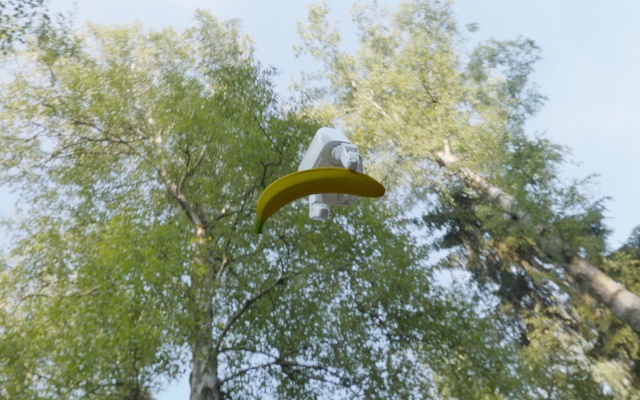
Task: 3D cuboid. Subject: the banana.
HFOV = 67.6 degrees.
[{"bbox_3d":[-0.008,-0.013,0.678,0.198,0.070,0.037,-16,24,-2],"label":"banana"}]
